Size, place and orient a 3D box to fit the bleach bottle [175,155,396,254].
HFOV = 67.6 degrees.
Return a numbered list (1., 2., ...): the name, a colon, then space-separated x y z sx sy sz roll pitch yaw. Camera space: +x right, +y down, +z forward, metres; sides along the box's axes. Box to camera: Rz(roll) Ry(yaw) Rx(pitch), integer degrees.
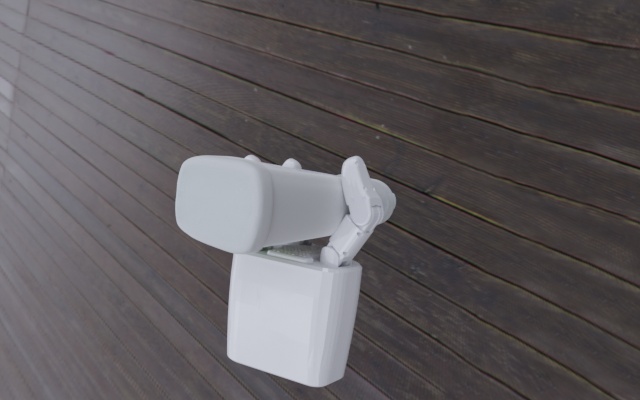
1. bleach bottle: 0.000 0.001 0.442 0.102 0.068 0.251 12 7 39
